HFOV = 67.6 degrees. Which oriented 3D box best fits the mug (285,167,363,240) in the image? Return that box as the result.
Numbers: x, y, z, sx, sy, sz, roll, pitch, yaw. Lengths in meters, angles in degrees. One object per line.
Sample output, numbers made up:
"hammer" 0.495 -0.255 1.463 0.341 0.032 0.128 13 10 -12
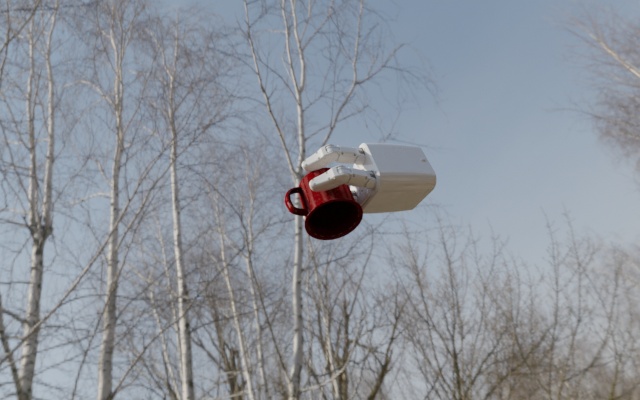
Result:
"mug" -0.001 0.002 0.751 0.117 0.093 0.081 0 44 -20
